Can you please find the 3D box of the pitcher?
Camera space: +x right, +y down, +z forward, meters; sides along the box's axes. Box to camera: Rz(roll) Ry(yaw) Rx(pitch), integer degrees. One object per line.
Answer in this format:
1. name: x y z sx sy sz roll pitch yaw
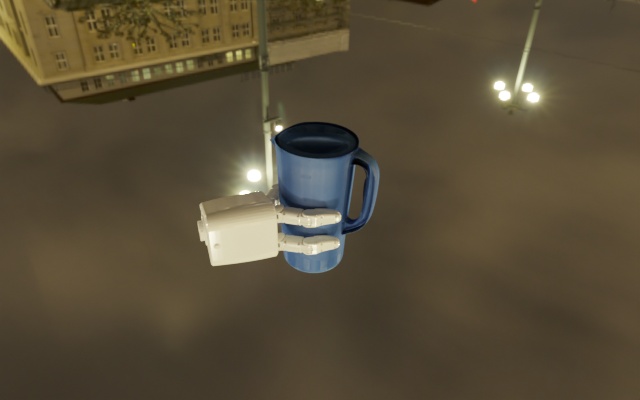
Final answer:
1. pitcher: 0.000 0.003 0.801 0.145 0.243 0.149 -10 34 -17
